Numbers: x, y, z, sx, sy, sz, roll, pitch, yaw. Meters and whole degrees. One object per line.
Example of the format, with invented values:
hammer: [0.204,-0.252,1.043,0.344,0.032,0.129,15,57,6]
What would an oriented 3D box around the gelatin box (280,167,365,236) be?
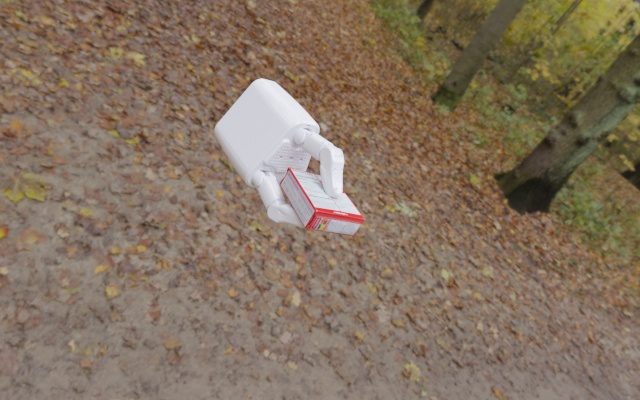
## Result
gelatin box: [0.000,0.002,0.571,0.073,0.030,0.089,11,30,-37]
